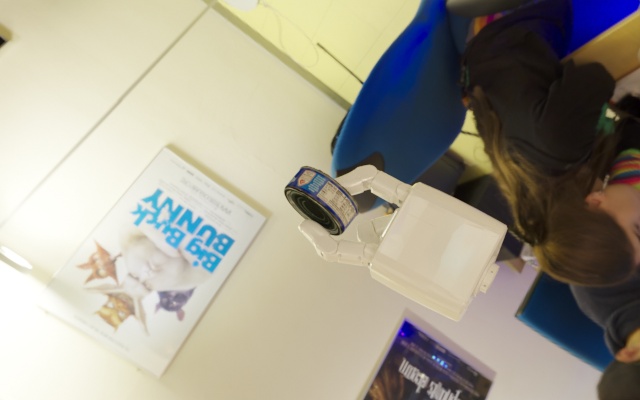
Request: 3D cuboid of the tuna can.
[{"bbox_3d":[0.000,0.002,0.545,0.086,0.033,0.086,35,-18,13],"label":"tuna can"}]
